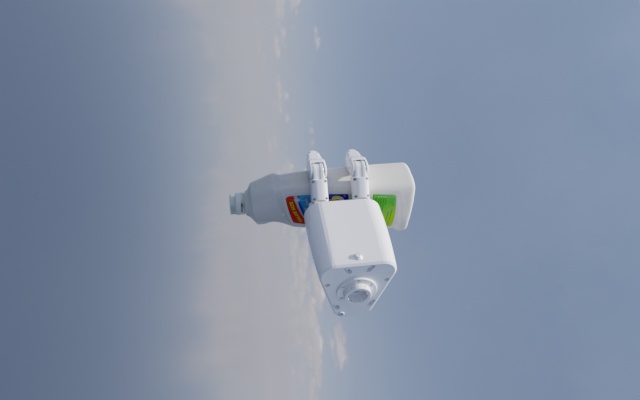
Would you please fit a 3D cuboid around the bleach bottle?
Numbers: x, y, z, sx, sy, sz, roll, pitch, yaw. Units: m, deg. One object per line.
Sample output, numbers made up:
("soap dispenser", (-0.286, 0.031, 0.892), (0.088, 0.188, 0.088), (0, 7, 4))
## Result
("bleach bottle", (0.000, 0.002, 0.675), (0.251, 0.103, 0.068), (-4, 45, -8))
